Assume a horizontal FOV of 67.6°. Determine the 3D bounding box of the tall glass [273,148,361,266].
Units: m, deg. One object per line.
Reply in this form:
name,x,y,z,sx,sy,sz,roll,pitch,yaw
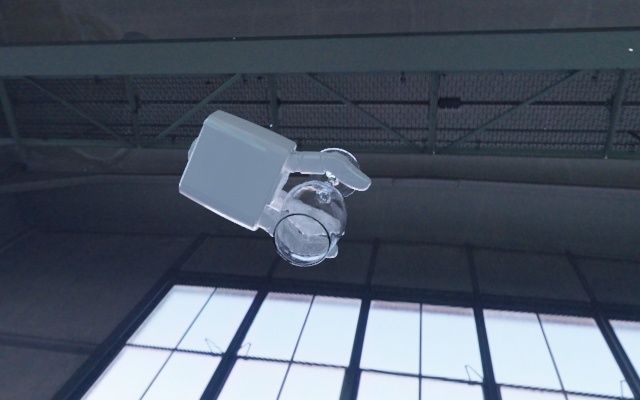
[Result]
tall glass,0.000,0.002,0.581,0.079,0.079,0.201,0,24,12
